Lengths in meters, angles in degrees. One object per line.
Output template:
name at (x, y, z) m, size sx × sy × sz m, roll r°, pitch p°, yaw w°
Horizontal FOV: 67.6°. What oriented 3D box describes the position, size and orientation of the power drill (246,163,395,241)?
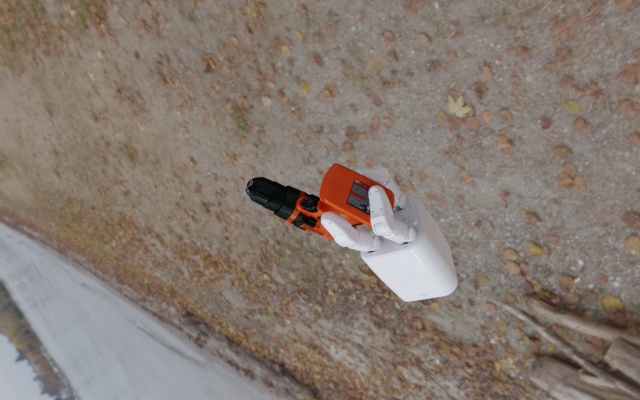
power drill at (0.001, 0.002, 0.666) m, size 0.184 × 0.057 × 0.188 m, roll 24°, pitch -17°, yaw -19°
